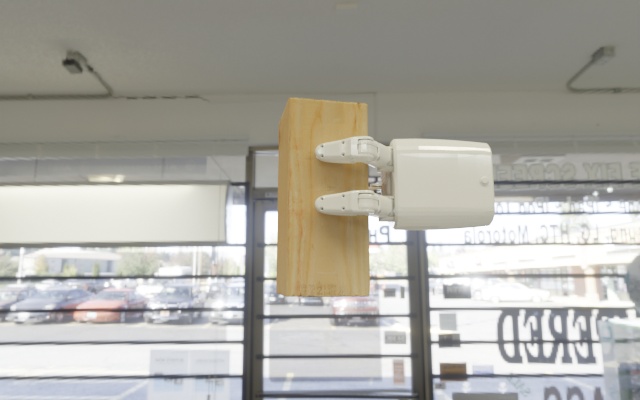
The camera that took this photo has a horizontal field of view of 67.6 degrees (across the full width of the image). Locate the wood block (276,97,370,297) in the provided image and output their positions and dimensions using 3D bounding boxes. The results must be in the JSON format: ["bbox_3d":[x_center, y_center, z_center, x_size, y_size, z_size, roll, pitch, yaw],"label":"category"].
[{"bbox_3d":[0.000,0.002,0.536,0.090,0.206,0.091,2,-9,-11],"label":"wood block"}]
